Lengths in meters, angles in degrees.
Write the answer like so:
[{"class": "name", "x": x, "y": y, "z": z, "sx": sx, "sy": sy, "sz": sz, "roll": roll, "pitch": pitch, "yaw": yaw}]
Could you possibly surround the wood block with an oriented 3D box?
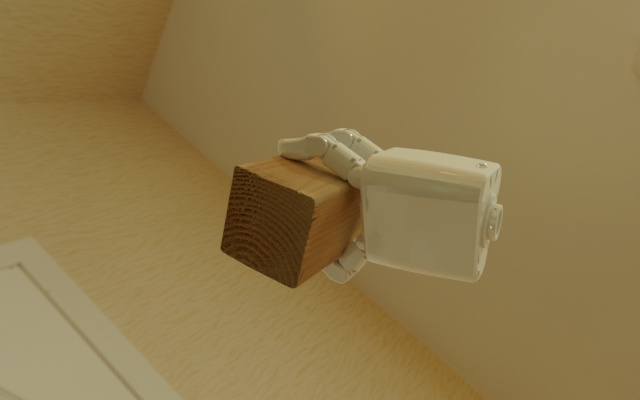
[{"class": "wood block", "x": 0.000, "y": 0.002, "z": 0.507, "sx": 0.090, "sy": 0.091, "sz": 0.206, "roll": 23, "pitch": 23, "yaw": 23}]
